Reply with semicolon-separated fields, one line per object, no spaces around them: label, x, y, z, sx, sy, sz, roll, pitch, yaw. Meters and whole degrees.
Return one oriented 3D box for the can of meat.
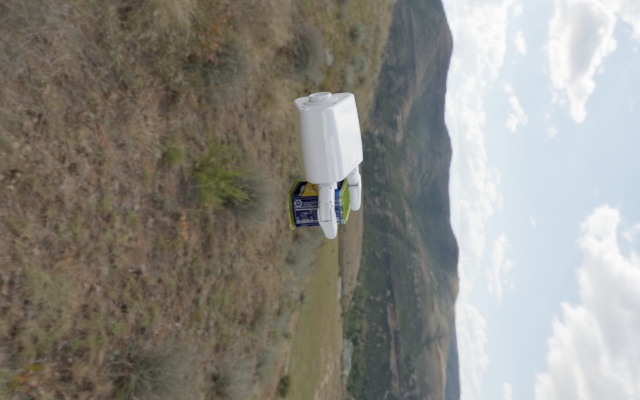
can of meat;0.000;0.003;0.741;0.084;0.057;0.102;-4;19;10
